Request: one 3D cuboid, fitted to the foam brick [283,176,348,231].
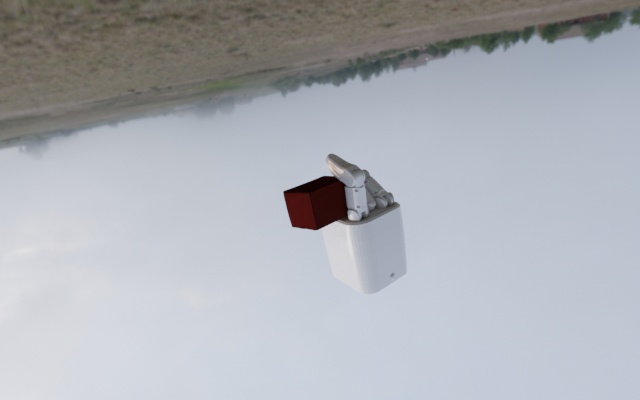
[{"bbox_3d":[0.000,0.002,0.631,0.078,0.051,0.053,-23,19,-39],"label":"foam brick"}]
